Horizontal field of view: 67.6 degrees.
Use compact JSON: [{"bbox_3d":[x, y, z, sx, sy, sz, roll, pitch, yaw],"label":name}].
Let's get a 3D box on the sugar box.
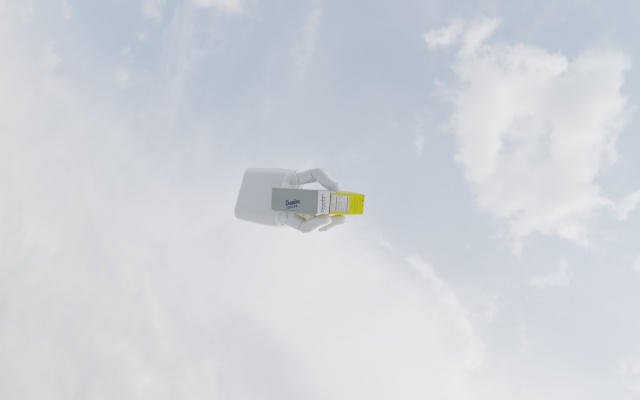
[{"bbox_3d":[0.000,0.003,0.849,0.093,0.048,0.176,4,3,31],"label":"sugar box"}]
